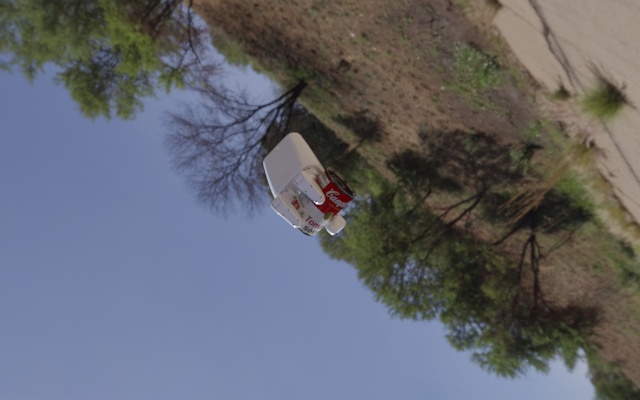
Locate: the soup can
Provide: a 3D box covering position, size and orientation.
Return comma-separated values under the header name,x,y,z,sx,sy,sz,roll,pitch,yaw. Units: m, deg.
name,x,y,z,sx,sy,sz,roll,pitch,yaw
soup can,0.000,0.003,0.795,0.102,0.068,0.068,-44,-15,17
